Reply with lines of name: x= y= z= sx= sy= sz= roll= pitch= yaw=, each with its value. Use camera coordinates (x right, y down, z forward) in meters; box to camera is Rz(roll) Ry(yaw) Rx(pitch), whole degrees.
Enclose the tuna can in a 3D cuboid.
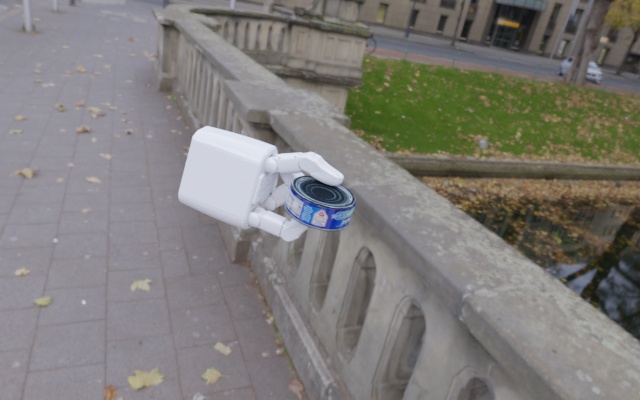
tuna can: x=0.000 y=0.001 z=0.599 sx=0.086 sy=0.034 sz=0.086 roll=14 pitch=25 yaw=-7
